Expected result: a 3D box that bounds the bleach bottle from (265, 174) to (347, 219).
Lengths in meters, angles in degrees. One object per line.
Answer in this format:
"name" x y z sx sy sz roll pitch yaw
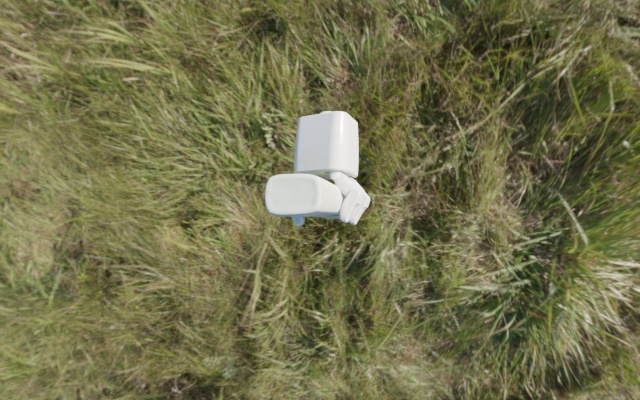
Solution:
"bleach bottle" 0.000 0.003 0.867 0.102 0.068 0.251 -1 -6 20
